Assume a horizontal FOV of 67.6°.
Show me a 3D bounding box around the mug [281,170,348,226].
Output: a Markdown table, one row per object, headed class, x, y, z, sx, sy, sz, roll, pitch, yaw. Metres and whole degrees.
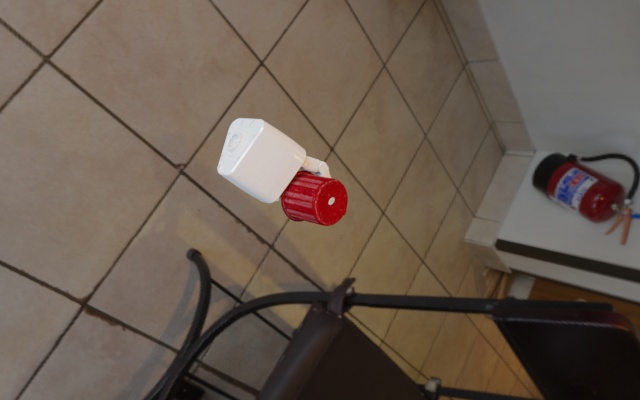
| class | x | y | z | sx | sy | sz | roll | pitch | yaw |
| --- | --- | --- | --- | --- | --- | --- | --- | --- | --- |
| mug | 0.001 | 0.003 | 0.836 | 0.081 | 0.093 | 0.117 | 12 | -14 | 46 |
